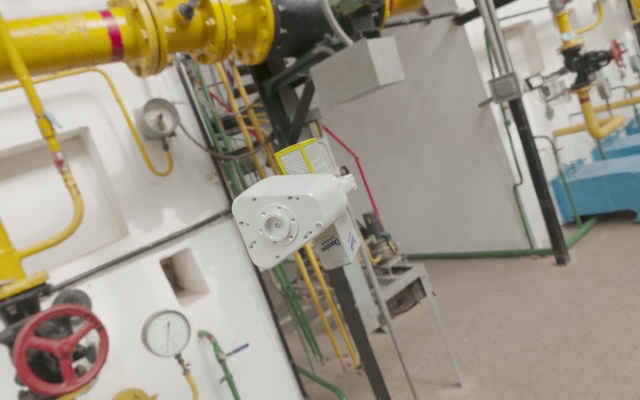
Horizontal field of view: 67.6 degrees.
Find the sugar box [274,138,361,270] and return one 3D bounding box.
[{"bbox_3d":[0.000,0.002,0.676,0.048,0.176,0.093,-19,7,17],"label":"sugar box"}]
